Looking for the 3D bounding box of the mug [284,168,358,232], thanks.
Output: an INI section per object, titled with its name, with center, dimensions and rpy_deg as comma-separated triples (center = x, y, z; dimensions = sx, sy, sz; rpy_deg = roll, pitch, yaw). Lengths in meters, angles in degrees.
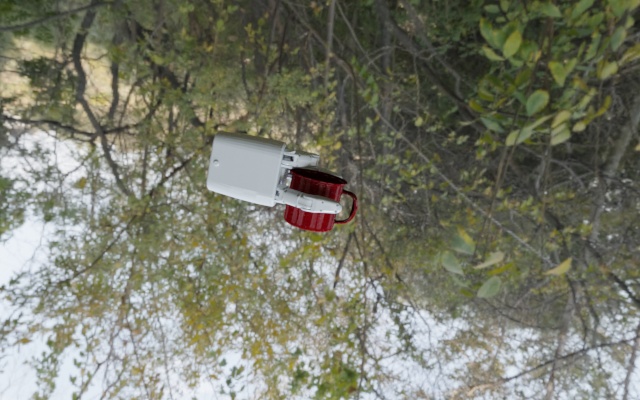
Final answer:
[mug]
center = 0.001, 0.003, 0.754
dimensions = 0.117, 0.081, 0.093
rpy_deg = 14, 12, 4
